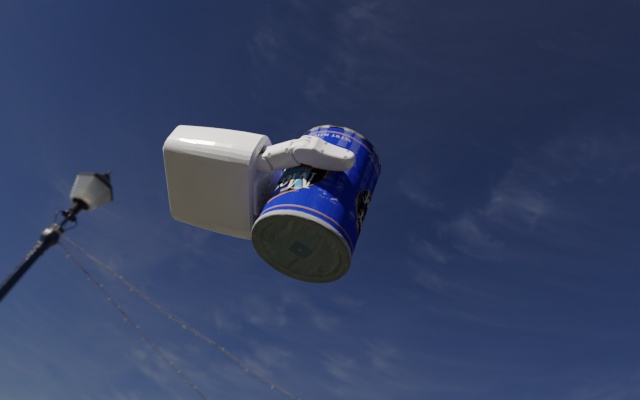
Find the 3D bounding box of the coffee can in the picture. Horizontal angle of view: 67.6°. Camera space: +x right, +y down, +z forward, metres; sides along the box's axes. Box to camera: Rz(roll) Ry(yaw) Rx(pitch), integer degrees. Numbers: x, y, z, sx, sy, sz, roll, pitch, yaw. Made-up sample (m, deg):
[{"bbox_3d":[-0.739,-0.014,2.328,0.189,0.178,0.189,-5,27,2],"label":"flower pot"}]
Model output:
[{"bbox_3d":[0.000,0.002,0.511,0.103,0.103,0.140,0,44,24],"label":"coffee can"}]
